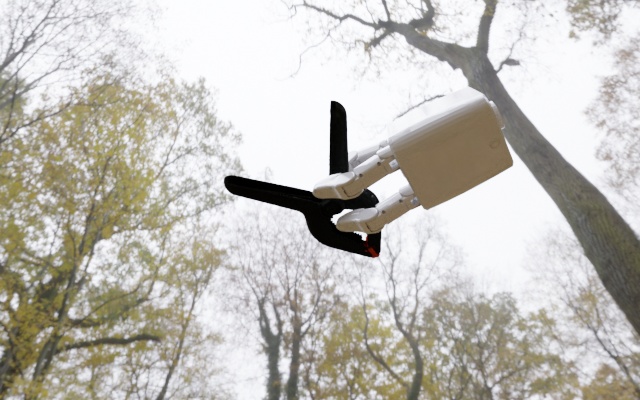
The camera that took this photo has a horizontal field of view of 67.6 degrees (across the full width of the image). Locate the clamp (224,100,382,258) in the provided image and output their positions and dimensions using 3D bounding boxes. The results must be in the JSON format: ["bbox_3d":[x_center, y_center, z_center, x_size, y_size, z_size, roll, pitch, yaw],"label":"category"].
[{"bbox_3d":[0.001,0.002,0.572,0.164,0.210,0.036,-26,32,15],"label":"clamp"}]
